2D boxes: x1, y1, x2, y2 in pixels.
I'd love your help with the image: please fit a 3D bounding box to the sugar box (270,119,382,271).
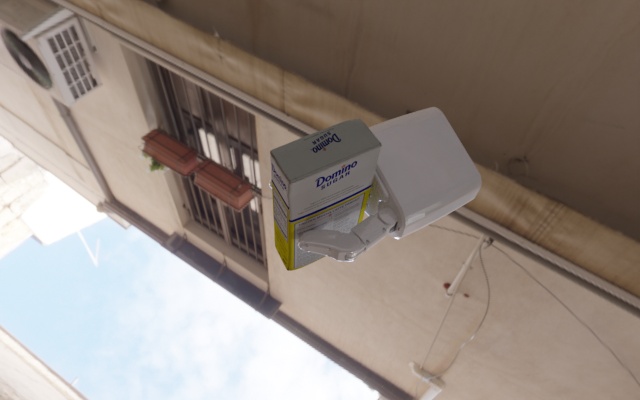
[{"bbox_3d":[0.000,0.001,0.479,0.093,0.048,0.176,-23,-31,-18],"label":"sugar box"}]
